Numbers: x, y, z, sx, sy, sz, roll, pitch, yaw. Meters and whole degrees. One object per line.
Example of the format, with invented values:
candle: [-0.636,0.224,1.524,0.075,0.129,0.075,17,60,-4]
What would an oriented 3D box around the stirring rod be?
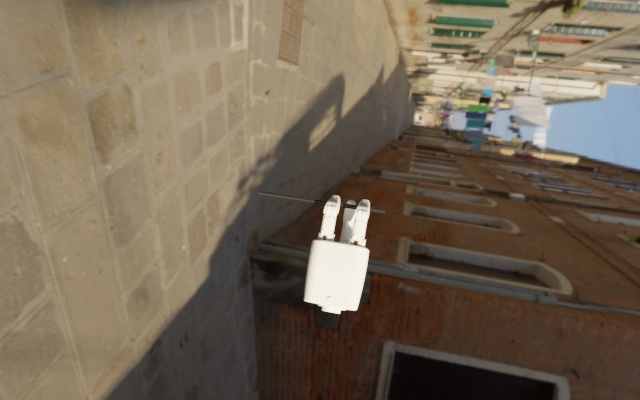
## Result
stirring rod: [0.000,0.003,0.880,0.239,0.011,0.011,8,1,10]
